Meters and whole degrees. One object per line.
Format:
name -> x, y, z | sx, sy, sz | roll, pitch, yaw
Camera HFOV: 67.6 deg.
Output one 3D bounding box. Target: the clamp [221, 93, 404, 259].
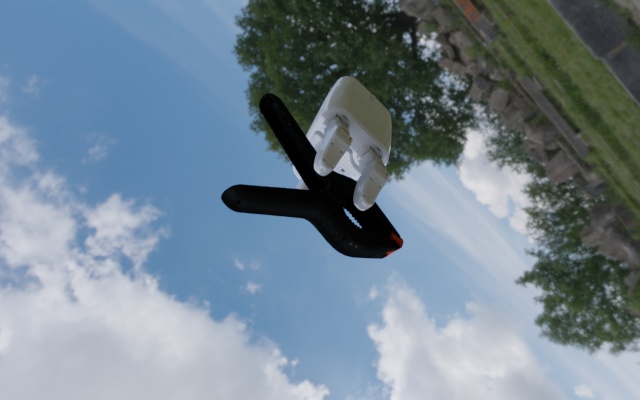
clamp -> 0.000, 0.002, 0.472 | 0.036, 0.210, 0.164 | -37, 21, 35
